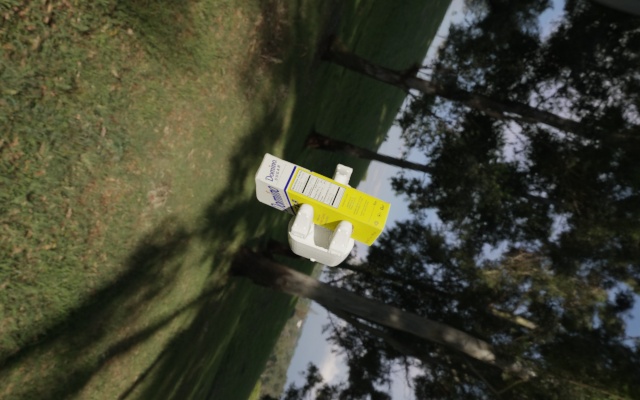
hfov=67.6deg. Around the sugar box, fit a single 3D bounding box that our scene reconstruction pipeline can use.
[{"bbox_3d":[0.000,0.003,0.647,0.176,0.048,0.093,20,-19,2],"label":"sugar box"}]
